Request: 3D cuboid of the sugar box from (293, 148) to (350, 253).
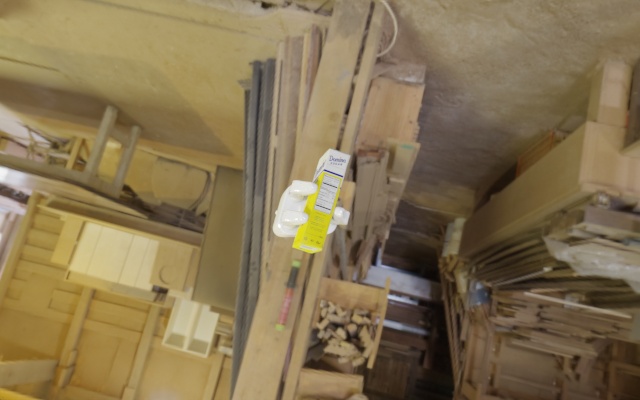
[{"bbox_3d":[0.000,0.003,0.853,0.048,0.176,0.093,17,-12,-10],"label":"sugar box"}]
